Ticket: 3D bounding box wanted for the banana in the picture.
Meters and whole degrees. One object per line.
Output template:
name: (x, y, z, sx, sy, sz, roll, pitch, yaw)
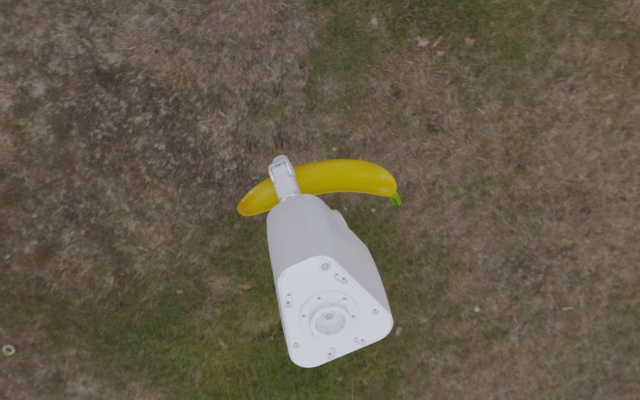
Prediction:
banana: (0.004, -0.015, 0.544, 0.198, 0.070, 0.037, -2, 29, -10)
